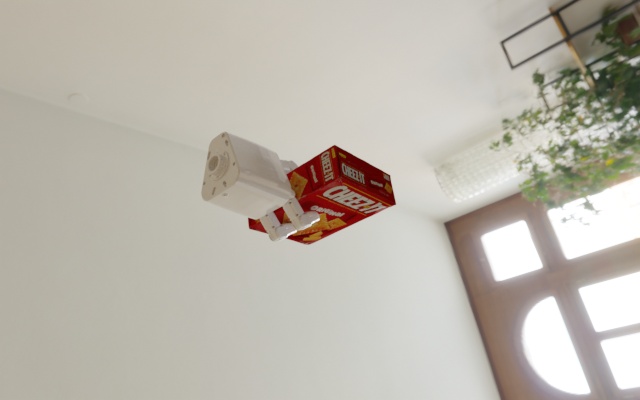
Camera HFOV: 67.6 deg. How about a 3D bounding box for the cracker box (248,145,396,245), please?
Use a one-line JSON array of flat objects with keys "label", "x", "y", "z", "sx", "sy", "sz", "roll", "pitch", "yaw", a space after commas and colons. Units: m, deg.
[{"label": "cracker box", "x": 0.000, "y": 0.003, "z": 0.848, "sx": 0.214, "sy": 0.072, "sz": 0.164, "roll": -27, "pitch": -32, "yaw": 33}]
